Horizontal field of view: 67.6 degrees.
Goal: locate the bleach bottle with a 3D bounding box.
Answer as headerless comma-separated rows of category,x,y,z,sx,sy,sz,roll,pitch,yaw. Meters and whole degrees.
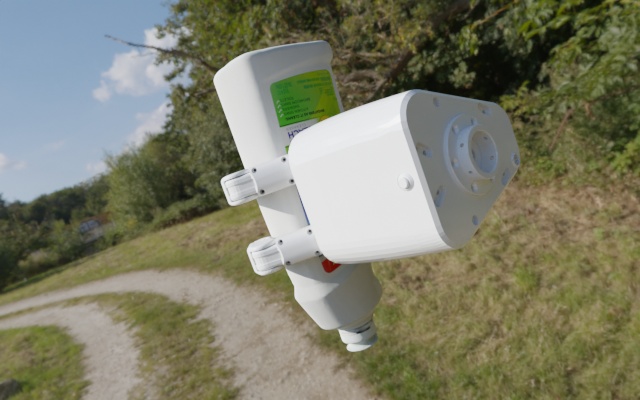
bleach bottle,0.000,0.001,0.401,0.102,0.251,0.068,-24,6,-38
